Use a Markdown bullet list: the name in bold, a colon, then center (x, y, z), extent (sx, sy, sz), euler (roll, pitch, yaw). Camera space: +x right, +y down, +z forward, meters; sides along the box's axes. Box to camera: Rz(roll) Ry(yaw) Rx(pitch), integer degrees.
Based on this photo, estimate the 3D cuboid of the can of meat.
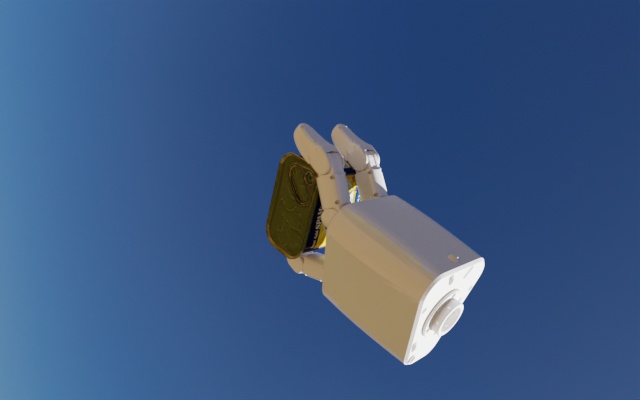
- **can of meat**: center (0.000, 0.002, 0.488), extent (0.084, 0.102, 0.057), euler (-9, 32, -43)
